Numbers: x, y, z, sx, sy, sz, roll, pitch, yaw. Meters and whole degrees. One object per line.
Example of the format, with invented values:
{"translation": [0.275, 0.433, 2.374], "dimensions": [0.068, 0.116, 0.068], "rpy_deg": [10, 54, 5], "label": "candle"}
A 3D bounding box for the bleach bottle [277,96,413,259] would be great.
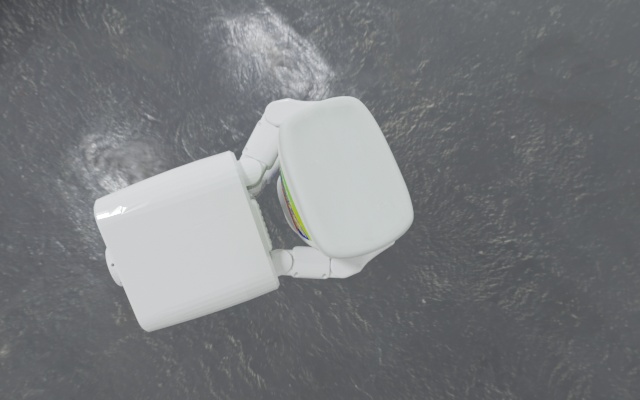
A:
{"translation": [0.000, 0.001, 0.409], "dimensions": [0.068, 0.102, 0.251], "rpy_deg": [-21, -6, -9], "label": "bleach bottle"}
